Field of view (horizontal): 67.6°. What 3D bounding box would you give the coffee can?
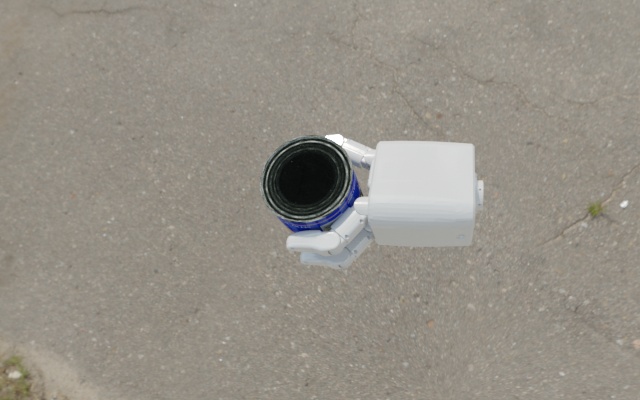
[{"bbox_3d":[0.000,0.002,0.566,0.103,0.102,0.140,0,-22,14],"label":"coffee can"}]
